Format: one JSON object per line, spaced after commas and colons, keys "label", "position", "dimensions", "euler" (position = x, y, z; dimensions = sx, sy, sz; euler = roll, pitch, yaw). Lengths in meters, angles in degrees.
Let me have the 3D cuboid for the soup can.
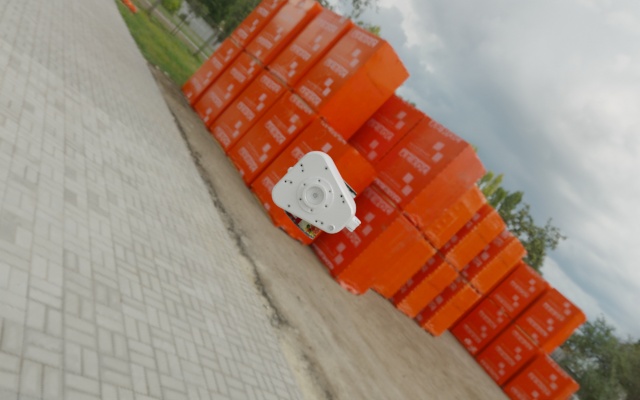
{"label": "soup can", "position": [0.000, 0.002, 0.770], "dimensions": [0.068, 0.102, 0.068], "euler": [45, 4, -4]}
